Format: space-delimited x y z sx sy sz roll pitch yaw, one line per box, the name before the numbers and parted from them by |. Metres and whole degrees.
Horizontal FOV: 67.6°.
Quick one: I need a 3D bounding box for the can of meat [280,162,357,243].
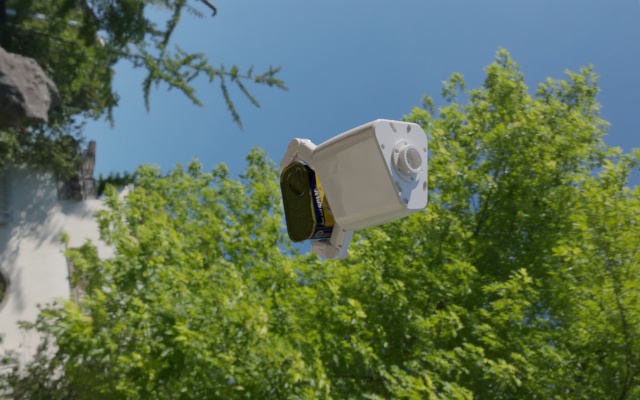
can of meat | 0.000 0.002 0.640 0.084 0.102 0.057 -1 -14 -39
